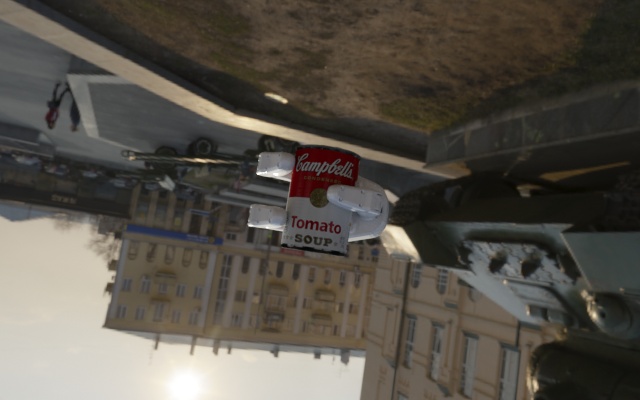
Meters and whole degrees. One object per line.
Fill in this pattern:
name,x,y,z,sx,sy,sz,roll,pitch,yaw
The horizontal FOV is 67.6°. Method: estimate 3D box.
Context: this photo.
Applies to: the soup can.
soup can,0.000,0.002,0.479,0.068,0.102,0.068,9,-6,1
